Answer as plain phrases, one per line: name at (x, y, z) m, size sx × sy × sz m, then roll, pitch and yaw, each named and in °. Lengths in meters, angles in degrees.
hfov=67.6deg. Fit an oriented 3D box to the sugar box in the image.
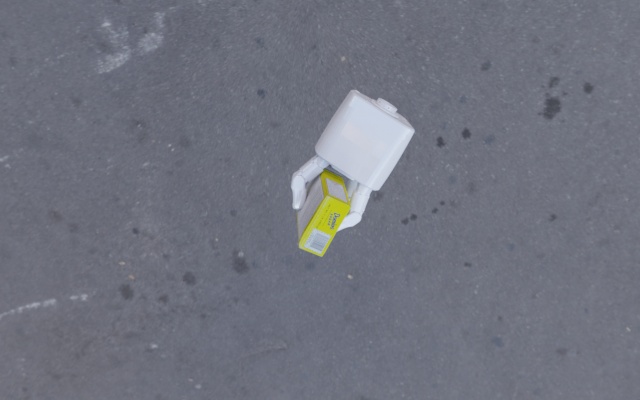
sugar box at (0.001, 0.003, 0.749) m, size 0.048 × 0.093 × 0.176 m, roll 26°, pitch 20°, yaw -12°
